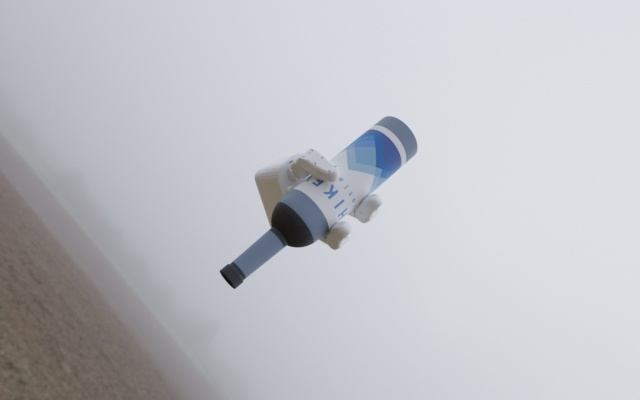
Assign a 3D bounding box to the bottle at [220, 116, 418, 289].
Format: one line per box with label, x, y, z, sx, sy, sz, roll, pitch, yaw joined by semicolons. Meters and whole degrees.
bottle;0.000;0.002;0.590;0.295;0.069;0.069;-40;17;-21
